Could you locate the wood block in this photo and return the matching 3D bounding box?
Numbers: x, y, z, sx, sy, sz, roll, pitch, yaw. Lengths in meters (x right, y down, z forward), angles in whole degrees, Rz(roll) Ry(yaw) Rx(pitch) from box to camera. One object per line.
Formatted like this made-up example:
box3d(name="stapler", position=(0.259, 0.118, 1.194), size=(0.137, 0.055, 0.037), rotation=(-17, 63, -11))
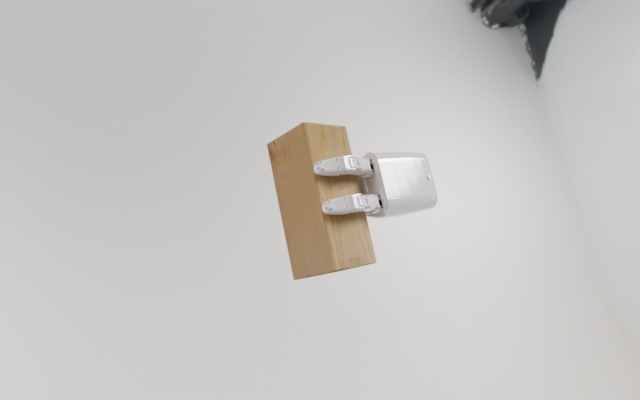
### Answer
box3d(name="wood block", position=(0.000, 0.002, 0.695), size=(0.090, 0.206, 0.091), rotation=(-3, -14, -43))
